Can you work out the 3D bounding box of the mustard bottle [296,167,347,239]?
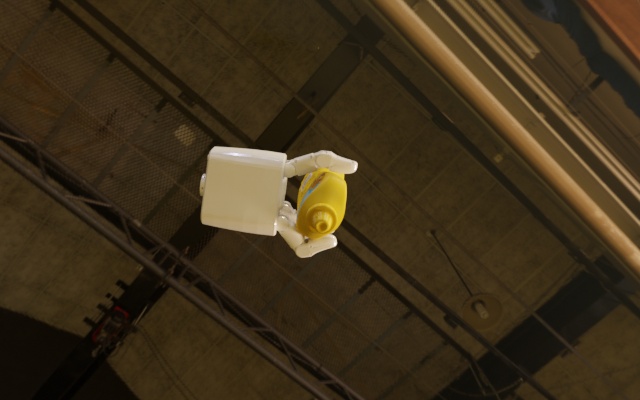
[{"bbox_3d":[0.000,0.002,0.683,0.058,0.096,0.191,31,15,-10],"label":"mustard bottle"}]
